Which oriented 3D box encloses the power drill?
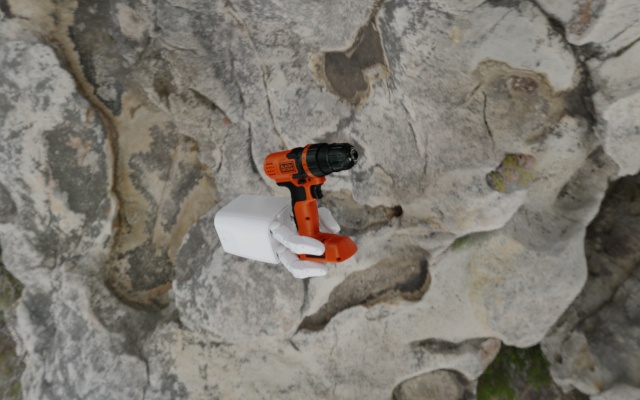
[{"bbox_3d":[0.000,0.003,0.755,0.184,0.188,0.057,-2,17,44],"label":"power drill"}]
